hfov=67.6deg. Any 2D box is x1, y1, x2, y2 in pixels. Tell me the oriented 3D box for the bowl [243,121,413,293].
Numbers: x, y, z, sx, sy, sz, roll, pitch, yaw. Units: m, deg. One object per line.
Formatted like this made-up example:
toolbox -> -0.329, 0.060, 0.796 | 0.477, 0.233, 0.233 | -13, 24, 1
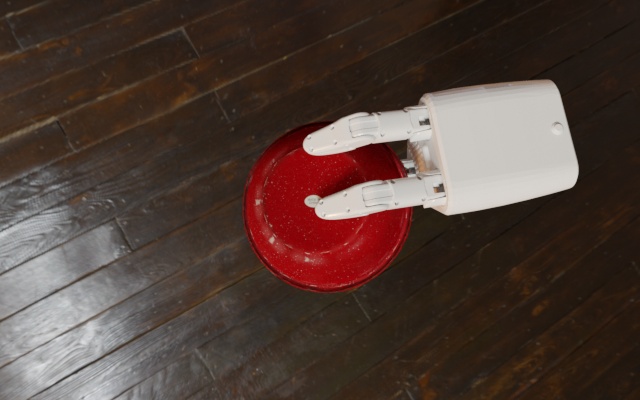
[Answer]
bowl -> -0.001, 0.002, 0.422 | 0.162, 0.162, 0.055 | 0, -6, 10
